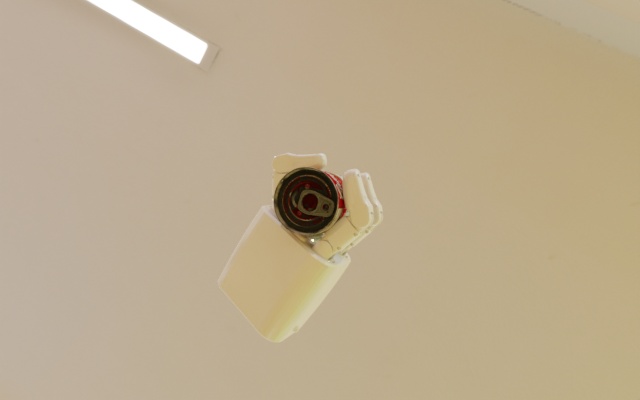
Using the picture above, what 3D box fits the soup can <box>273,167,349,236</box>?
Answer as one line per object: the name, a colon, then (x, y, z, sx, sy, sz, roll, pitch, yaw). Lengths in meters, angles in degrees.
soup can: (0.000, 0.001, 0.517, 0.068, 0.068, 0.102, 0, -1, 17)
